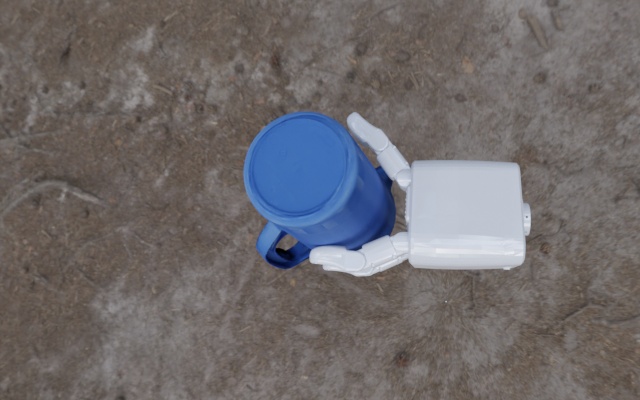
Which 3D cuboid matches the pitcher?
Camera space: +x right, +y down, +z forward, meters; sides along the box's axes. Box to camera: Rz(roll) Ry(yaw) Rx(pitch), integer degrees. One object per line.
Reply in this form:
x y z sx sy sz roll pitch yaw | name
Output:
0.000 0.002 0.530 0.145 0.149 0.243 3 -11 15 | pitcher
